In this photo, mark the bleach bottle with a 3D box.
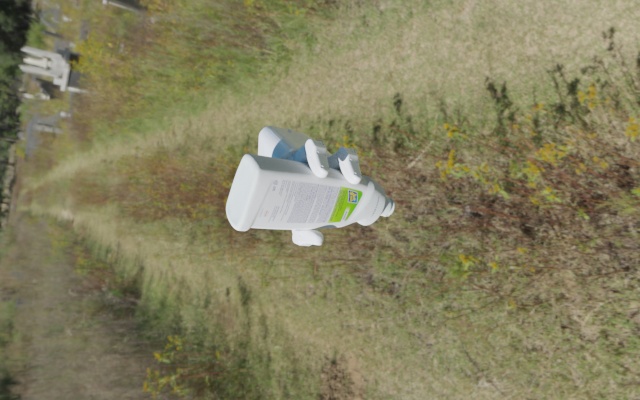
[{"bbox_3d":[0.000,0.002,0.685,0.251,0.102,0.068,9,24,-33],"label":"bleach bottle"}]
